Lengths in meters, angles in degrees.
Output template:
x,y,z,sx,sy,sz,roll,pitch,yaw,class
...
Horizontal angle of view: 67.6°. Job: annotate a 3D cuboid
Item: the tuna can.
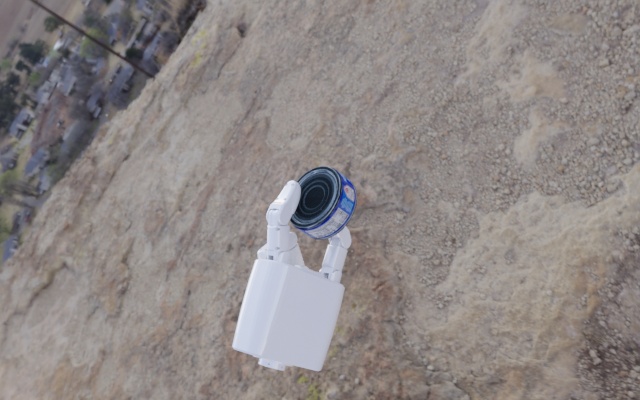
x,y,z,sx,sy,sz,roll,pitch,yaw,class
0.000,0.002,0.579,0.086,0.086,0.034,0,-25,42,tuna can
